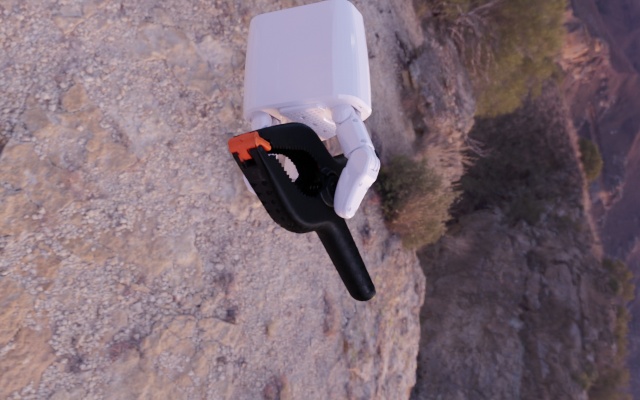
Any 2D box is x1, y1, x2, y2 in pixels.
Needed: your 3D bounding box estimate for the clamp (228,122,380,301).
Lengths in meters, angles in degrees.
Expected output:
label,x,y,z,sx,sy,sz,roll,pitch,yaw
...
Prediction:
label,x,y,z,sx,sy,sz,roll,pitch,yaw
clamp,0.000,0.001,0.423,0.036,0.164,0.210,-11,-19,32
